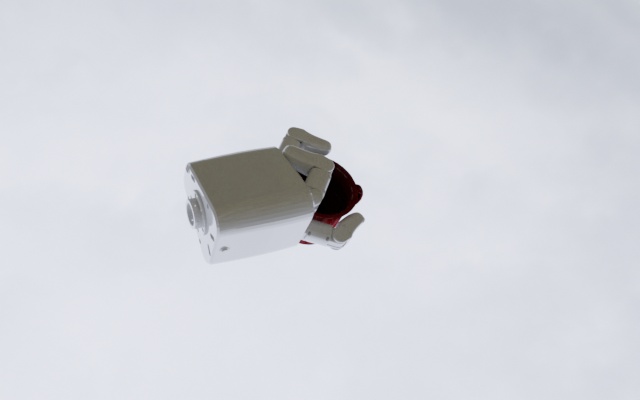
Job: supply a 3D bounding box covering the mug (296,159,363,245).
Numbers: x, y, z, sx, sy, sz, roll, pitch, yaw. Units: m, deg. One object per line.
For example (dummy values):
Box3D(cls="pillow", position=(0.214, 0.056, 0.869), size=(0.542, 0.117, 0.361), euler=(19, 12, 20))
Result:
Box3D(cls="mug", position=(0.001, 0.002, 0.616), size=(0.117, 0.093, 0.081), euler=(-10, -29, -28))
